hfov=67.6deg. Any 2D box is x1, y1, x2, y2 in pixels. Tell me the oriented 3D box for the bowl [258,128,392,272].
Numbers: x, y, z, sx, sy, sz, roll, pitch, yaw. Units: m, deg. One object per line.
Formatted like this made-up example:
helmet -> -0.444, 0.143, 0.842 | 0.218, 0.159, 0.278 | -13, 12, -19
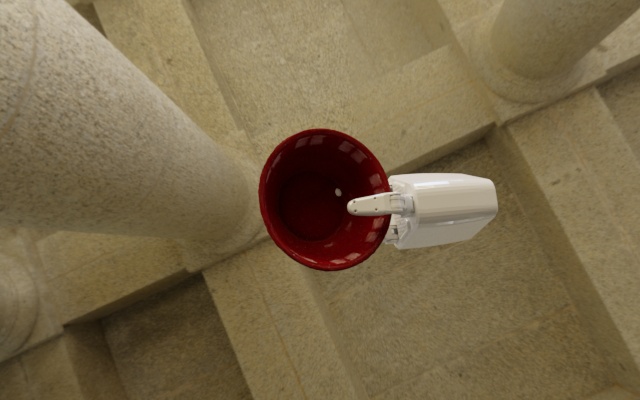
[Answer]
bowl -> -0.001, 0.002, 0.553 | 0.162, 0.162, 0.055 | 0, -10, -23
